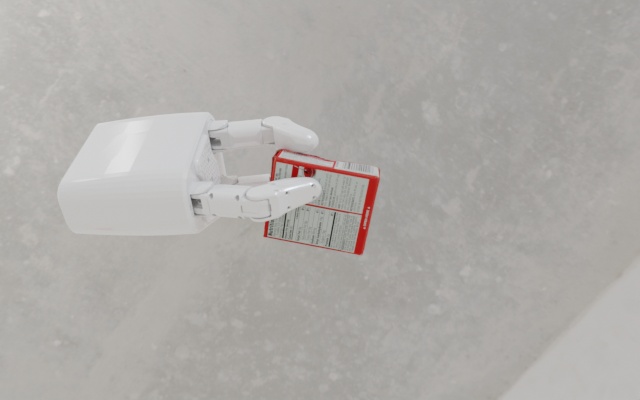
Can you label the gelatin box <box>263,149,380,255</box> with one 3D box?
[{"bbox_3d":[0.000,0.002,0.404,0.089,0.073,0.030,11,23,3],"label":"gelatin box"}]
